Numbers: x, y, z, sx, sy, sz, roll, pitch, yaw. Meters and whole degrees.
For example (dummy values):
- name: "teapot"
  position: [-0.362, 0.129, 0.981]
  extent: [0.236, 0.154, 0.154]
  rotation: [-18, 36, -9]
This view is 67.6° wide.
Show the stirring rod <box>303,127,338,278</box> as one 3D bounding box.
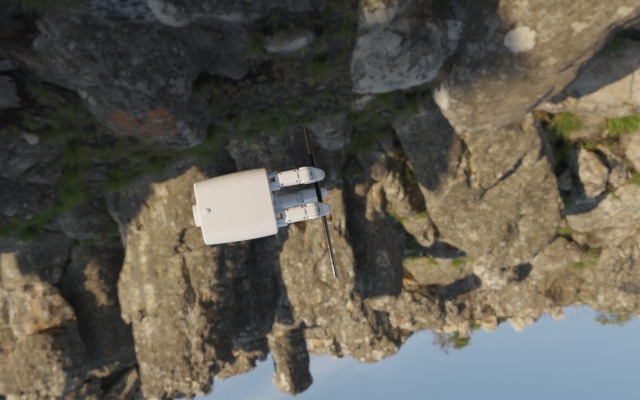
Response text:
- name: "stirring rod"
  position: [0.000, 0.002, 0.751]
  extent: [0.011, 0.239, 0.011]
  rotation: [-12, -3, -1]
